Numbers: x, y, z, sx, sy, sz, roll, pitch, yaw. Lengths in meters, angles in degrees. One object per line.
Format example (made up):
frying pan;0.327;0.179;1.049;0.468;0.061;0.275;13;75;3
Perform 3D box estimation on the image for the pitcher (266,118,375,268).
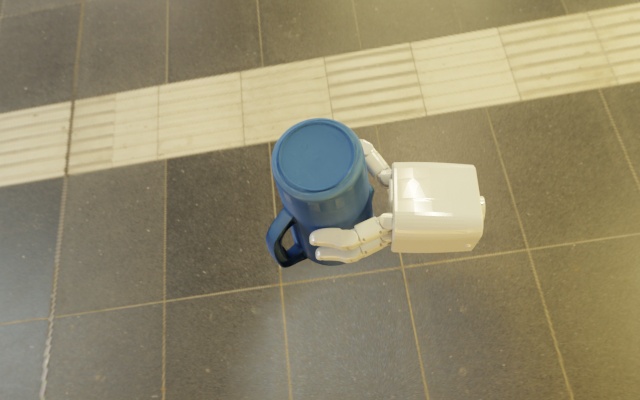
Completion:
pitcher;0.000;0.002;0.644;0.145;0.149;0.243;3;-22;8
